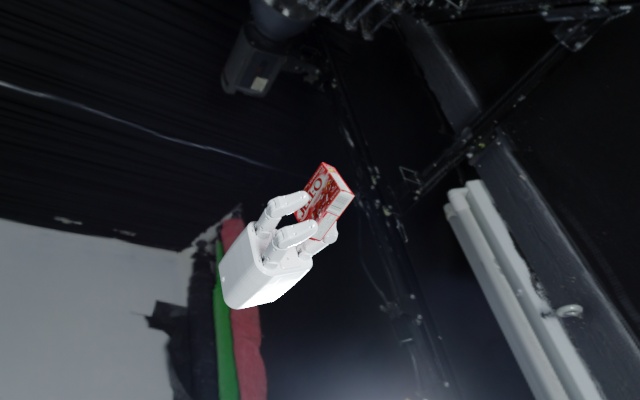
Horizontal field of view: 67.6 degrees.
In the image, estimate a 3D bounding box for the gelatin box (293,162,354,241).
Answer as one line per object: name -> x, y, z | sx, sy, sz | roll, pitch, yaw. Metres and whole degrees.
gelatin box -> 0.001, 0.002, 0.681 | 0.030, 0.089, 0.073 | 21, 25, -35
